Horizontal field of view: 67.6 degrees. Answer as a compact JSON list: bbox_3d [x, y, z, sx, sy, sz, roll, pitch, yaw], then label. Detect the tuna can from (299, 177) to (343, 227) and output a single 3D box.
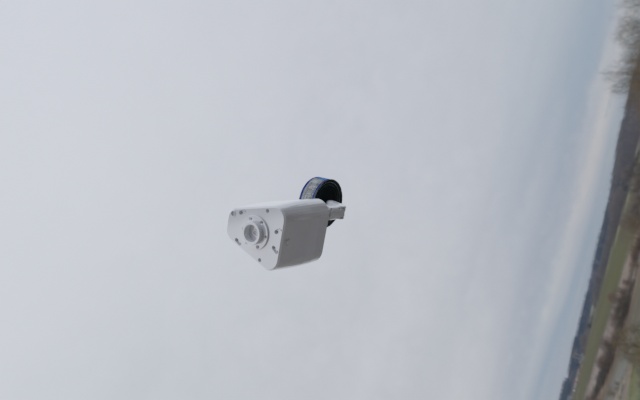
[{"bbox_3d":[0.000,0.003,0.823,0.033,0.086,0.086,14,8,35],"label":"tuna can"}]
